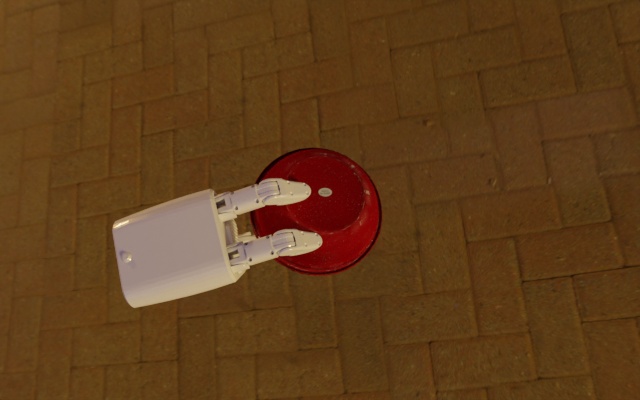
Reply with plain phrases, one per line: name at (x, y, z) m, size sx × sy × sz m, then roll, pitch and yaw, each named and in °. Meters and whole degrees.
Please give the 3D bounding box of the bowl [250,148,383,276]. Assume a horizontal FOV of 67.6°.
bowl at (0.001, 0.001, 0.549) m, size 0.162 × 0.162 × 0.055 m, roll 0°, pitch -20°, yaw -10°
